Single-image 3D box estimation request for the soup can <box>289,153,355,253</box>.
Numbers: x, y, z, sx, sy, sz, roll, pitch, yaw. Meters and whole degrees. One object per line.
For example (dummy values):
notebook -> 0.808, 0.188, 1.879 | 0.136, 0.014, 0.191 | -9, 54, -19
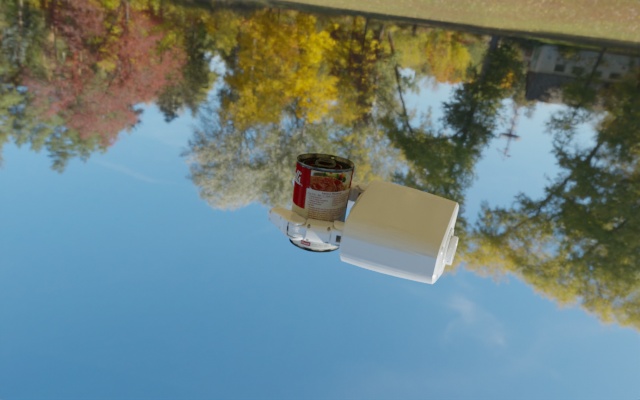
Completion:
soup can -> 0.000, 0.002, 0.566 | 0.068, 0.102, 0.068 | 7, 20, -2
